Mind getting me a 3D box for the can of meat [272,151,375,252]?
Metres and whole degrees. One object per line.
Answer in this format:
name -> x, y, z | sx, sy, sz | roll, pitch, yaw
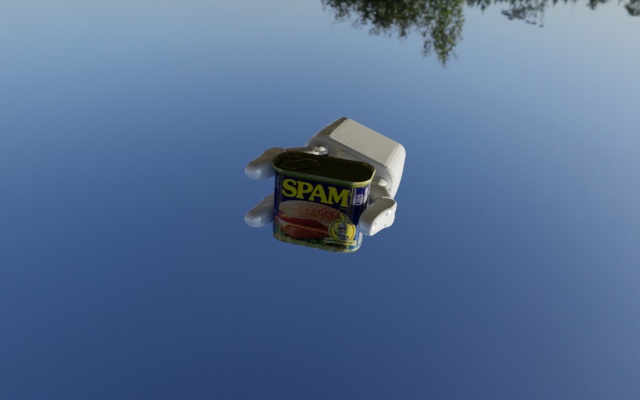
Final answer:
can of meat -> 0.000, 0.002, 0.500 | 0.102, 0.084, 0.057 | 11, 27, 10
